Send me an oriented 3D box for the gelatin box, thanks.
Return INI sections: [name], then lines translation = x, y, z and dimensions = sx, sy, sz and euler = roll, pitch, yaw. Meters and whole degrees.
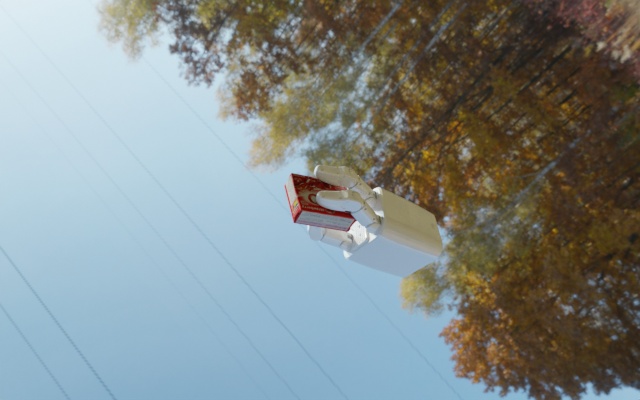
[gelatin box]
translation = 0.000, 0.002, 0.663
dimensions = 0.089, 0.073, 0.030
euler = 10, -49, -26
